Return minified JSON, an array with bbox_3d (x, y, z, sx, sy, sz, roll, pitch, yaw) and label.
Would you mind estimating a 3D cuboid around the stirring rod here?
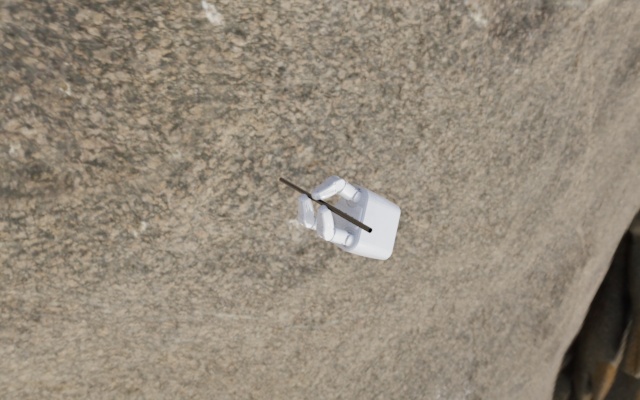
[{"bbox_3d":[0.000,0.002,0.769,0.011,0.011,0.239,0,20,-39],"label":"stirring rod"}]
